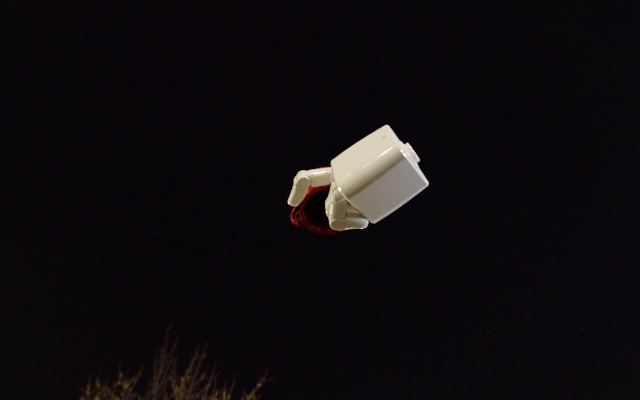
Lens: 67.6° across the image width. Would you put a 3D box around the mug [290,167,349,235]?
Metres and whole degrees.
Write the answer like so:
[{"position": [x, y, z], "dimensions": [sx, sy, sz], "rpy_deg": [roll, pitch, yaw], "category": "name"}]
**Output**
[{"position": [-0.001, 0.003, 0.806], "dimensions": [0.117, 0.093, 0.081], "rpy_deg": [-33, 29, 15], "category": "mug"}]
